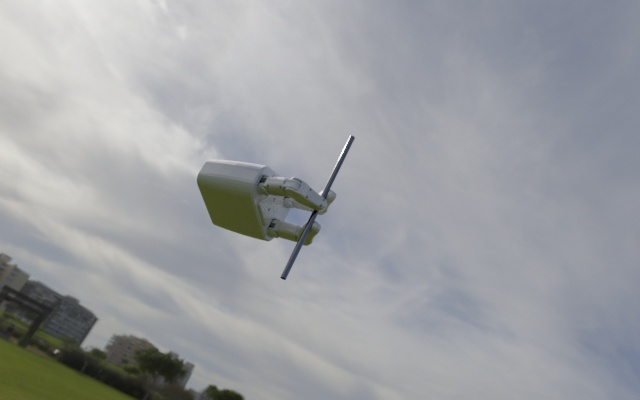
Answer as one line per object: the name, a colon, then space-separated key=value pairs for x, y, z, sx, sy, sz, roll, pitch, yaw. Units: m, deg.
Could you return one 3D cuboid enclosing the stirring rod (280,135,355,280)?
stirring rod: x=0.000 y=0.002 z=0.656 sx=0.011 sy=0.239 sz=0.011 roll=21 pitch=-27 yaw=11
